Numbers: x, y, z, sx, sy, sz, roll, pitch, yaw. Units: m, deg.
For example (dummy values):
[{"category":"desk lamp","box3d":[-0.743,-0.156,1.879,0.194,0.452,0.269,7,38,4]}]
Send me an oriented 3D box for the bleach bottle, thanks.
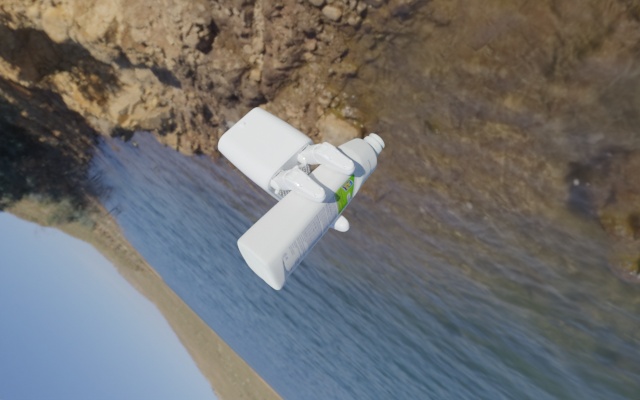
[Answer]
[{"category":"bleach bottle","box3d":[0.000,0.002,0.661,0.068,0.250,0.103,36,-21,22]}]
